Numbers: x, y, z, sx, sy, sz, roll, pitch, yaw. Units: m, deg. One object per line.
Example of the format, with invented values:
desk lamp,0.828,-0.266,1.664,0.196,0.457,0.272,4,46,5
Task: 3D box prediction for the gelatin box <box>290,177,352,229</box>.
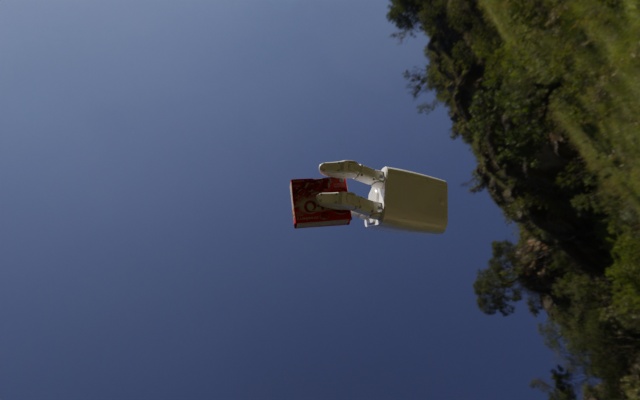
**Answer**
gelatin box,0.000,0.003,0.740,0.089,0.073,0.030,-4,-21,-9
